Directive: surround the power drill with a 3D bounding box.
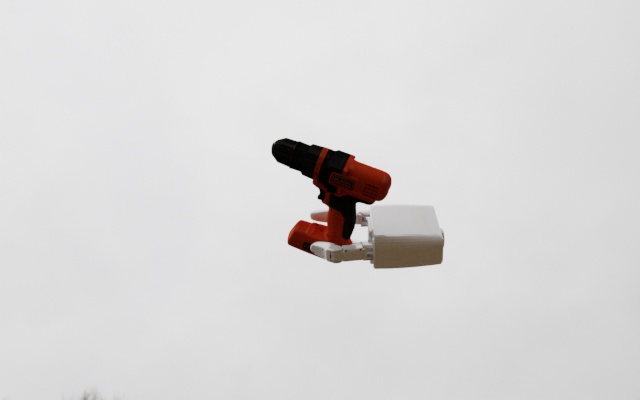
[{"bbox_3d":[0.000,0.003,0.743,0.184,0.188,0.057,21,42,7],"label":"power drill"}]
